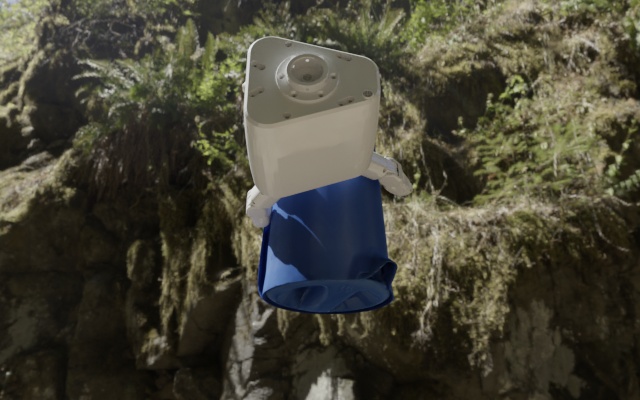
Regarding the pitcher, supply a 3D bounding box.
[{"bbox_3d":[0.000,0.002,0.541,0.149,0.242,0.145,0,-27,1],"label":"pitcher"}]
